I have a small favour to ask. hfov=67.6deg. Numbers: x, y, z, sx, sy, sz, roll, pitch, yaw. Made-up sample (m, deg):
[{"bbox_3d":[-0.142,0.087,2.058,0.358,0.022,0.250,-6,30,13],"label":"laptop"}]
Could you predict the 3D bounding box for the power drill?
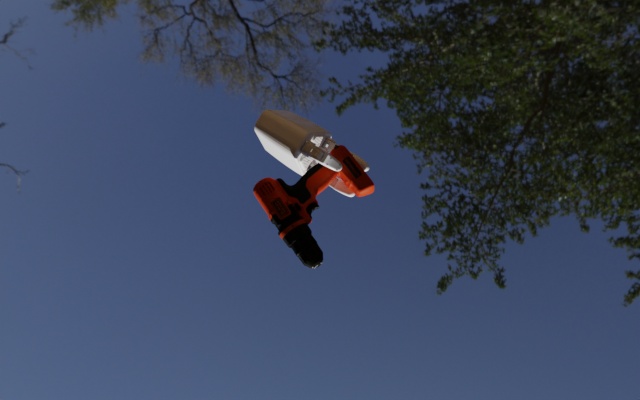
[{"bbox_3d":[0.000,0.002,0.846,0.187,0.184,0.057,-33,-12,-11],"label":"power drill"}]
